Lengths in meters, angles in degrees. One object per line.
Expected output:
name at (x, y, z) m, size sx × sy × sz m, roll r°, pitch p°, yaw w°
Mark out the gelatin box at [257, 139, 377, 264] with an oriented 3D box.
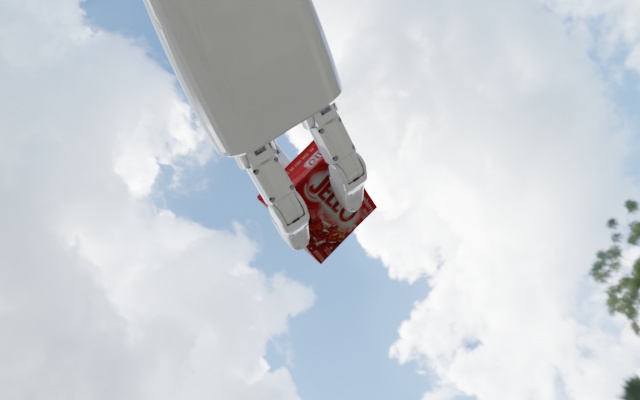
gelatin box at (0.000, 0.001, 0.402) m, size 0.030 × 0.073 × 0.089 m, roll 38°, pitch -11°, yaw 45°
